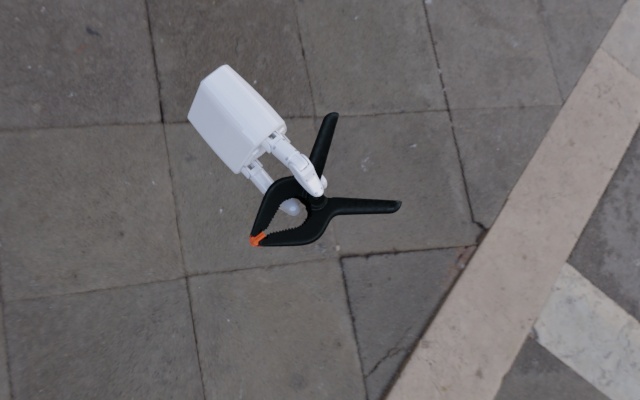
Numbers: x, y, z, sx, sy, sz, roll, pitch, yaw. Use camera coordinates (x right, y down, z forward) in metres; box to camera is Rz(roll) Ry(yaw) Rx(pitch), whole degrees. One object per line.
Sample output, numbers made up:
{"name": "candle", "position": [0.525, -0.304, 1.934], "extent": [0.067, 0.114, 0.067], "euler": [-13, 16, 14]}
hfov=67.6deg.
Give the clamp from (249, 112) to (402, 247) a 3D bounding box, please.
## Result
{"name": "clamp", "position": [0.000, 0.002, 0.638], "extent": [0.210, 0.164, 0.036], "euler": [-43, 2, -17]}
